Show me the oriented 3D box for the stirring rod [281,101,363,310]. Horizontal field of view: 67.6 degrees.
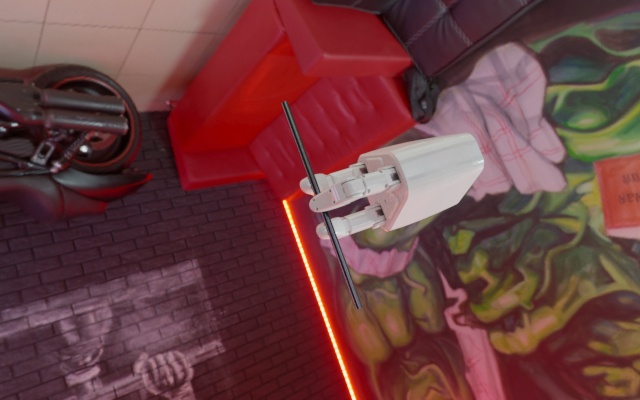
[{"bbox_3d":[0.000,0.002,0.520,0.011,0.239,0.011,-20,-8,-3],"label":"stirring rod"}]
